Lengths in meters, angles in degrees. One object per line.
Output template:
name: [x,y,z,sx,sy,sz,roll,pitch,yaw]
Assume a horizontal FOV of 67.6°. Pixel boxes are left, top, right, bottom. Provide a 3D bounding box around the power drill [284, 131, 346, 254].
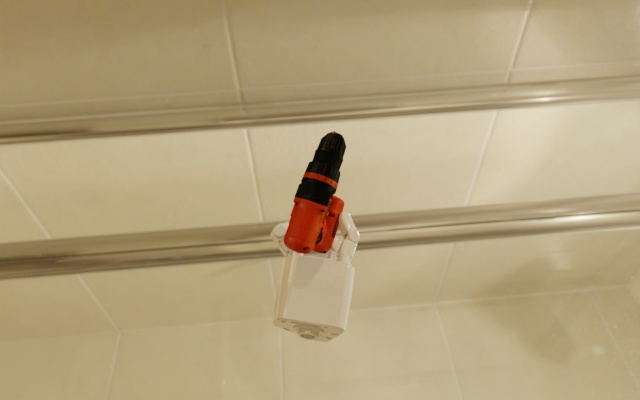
power drill: [0.000,0.003,0.753,0.057,0.184,0.188,19,-12,11]
